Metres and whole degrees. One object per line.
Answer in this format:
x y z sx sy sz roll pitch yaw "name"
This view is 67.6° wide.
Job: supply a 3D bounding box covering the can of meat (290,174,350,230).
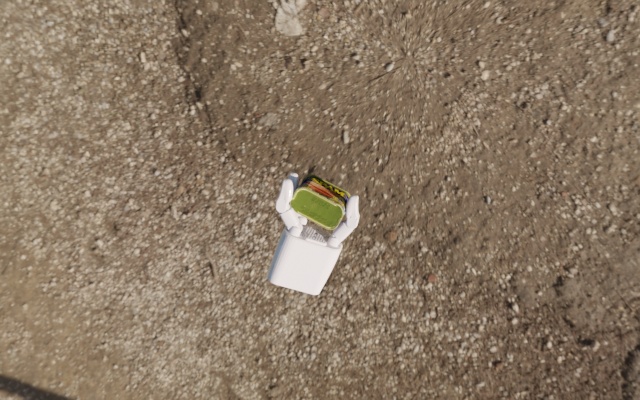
0.000 0.003 0.875 0.102 0.057 0.084 28 20 1 "can of meat"
